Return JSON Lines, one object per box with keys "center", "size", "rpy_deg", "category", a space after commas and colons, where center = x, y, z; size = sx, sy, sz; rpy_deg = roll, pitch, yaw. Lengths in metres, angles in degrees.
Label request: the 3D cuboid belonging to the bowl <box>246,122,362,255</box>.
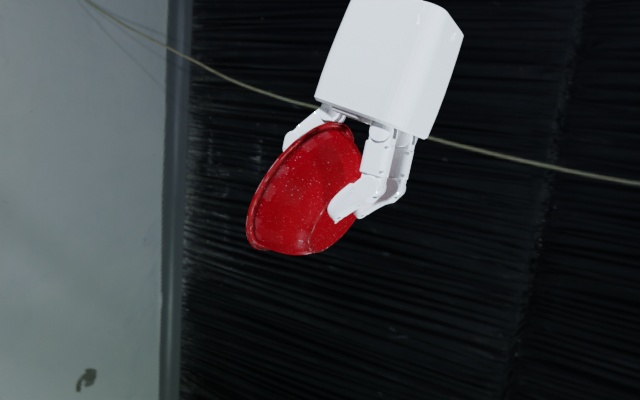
{"center": [0.000, 0.003, 0.498], "size": [0.055, 0.162, 0.162], "rpy_deg": [38, 17, 23], "category": "bowl"}
